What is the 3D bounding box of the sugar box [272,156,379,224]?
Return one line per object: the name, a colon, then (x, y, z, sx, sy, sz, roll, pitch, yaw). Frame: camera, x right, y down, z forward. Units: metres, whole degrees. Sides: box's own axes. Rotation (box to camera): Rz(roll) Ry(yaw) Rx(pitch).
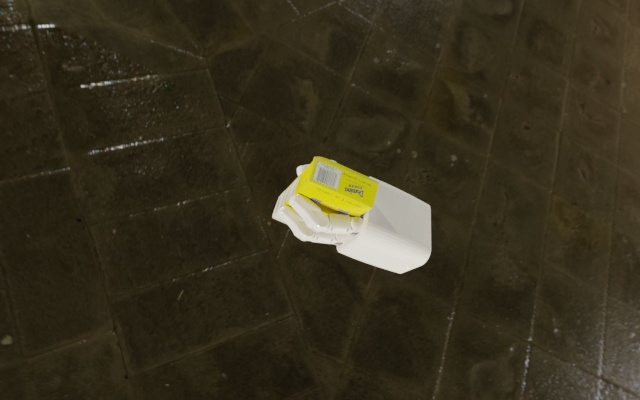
sugar box: (0.000, 0.003, 0.676, 0.093, 0.048, 0.176, 23, -26, -12)
